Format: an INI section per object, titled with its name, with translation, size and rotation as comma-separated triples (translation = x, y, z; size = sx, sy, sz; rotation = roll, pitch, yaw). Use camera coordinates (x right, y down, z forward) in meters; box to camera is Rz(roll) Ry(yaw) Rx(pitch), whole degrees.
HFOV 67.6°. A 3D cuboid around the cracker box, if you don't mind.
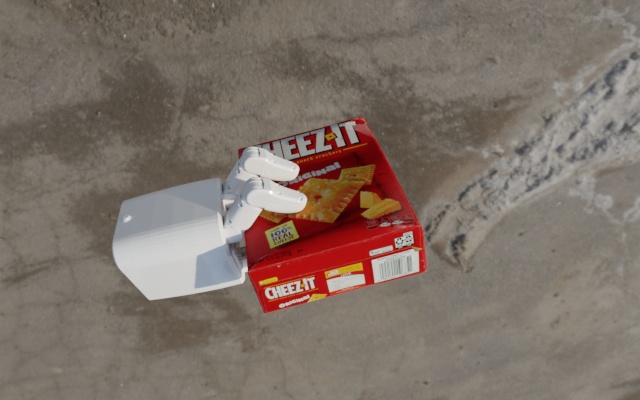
[cracker box]
translation = 0.000, 0.002, 0.518
size = 0.164, 0.072, 0.213
rotation = -14, 39, -1
